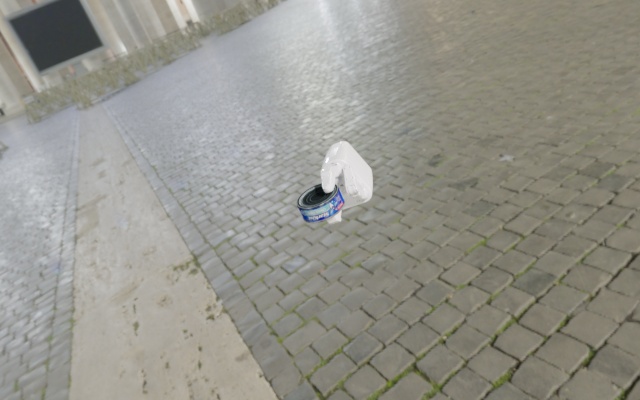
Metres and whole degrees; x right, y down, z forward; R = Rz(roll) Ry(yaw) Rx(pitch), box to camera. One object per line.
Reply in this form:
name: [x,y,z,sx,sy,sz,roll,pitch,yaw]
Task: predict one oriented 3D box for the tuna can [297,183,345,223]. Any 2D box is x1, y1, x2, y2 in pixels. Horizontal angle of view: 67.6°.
tuna can: [0.000,0.002,0.883,0.086,0.034,0.086,-19,28,11]
